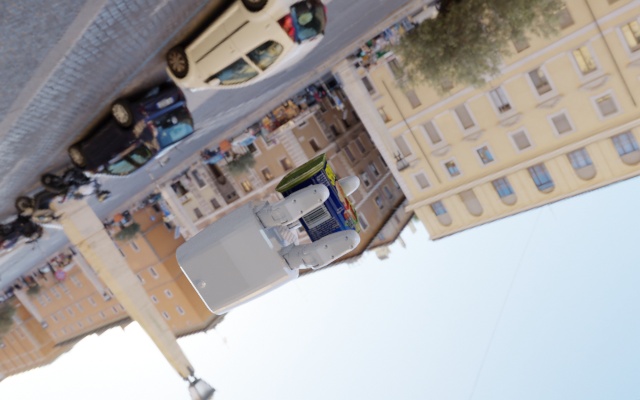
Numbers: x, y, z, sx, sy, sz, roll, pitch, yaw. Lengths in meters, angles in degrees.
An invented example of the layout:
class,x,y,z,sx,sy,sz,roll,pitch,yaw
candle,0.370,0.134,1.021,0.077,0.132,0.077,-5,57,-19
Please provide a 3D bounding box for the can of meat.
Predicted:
class,x,y,z,sx,sy,sz,roll,pitch,yaw
can of meat,0.000,0.002,0.523,0.057,0.084,0.102,-30,9,8
